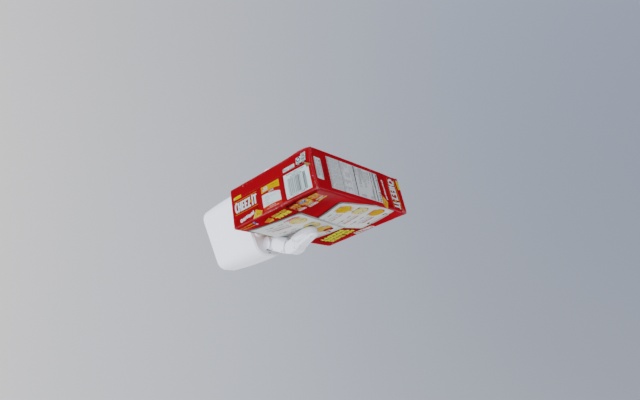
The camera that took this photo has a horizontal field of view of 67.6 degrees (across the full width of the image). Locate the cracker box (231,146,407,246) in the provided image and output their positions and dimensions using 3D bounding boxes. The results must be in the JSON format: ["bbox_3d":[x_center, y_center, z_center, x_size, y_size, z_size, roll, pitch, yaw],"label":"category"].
[{"bbox_3d":[0.000,0.002,0.719,0.164,0.072,0.214,-26,-26,35],"label":"cracker box"}]
